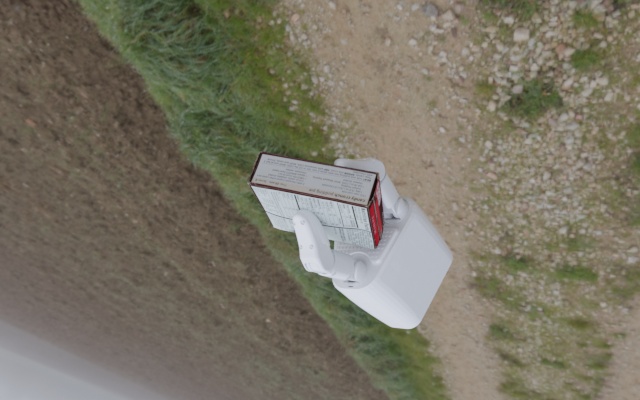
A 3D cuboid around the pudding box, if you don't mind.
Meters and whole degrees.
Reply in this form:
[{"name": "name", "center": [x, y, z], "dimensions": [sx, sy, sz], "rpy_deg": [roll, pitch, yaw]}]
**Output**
[{"name": "pudding box", "center": [0.000, 0.002, 0.439], "dimensions": [0.113, 0.039, 0.090], "rpy_deg": [10, -27, 16]}]
